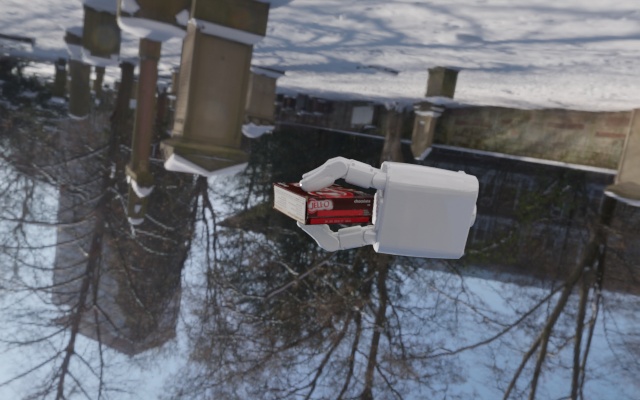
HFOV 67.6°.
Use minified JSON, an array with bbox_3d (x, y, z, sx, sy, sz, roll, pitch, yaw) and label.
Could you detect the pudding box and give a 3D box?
[{"bbox_3d":[0.000,0.002,0.596,0.090,0.039,0.113,0,8,-26],"label":"pudding box"}]
